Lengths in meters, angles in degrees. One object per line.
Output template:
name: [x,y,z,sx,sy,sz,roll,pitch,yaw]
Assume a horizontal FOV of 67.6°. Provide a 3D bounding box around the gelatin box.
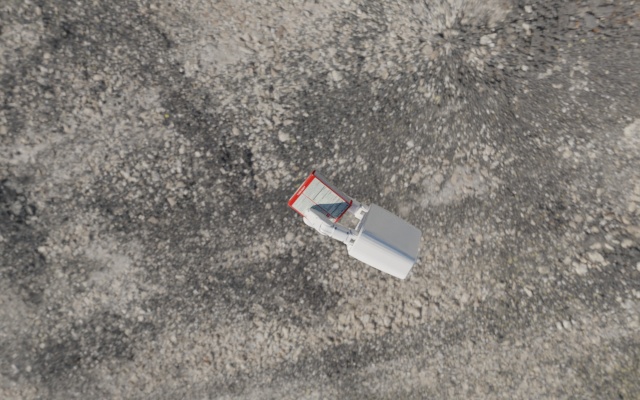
gelatin box: [0.000,0.003,0.835,0.089,0.073,0.030,38,22,-7]
